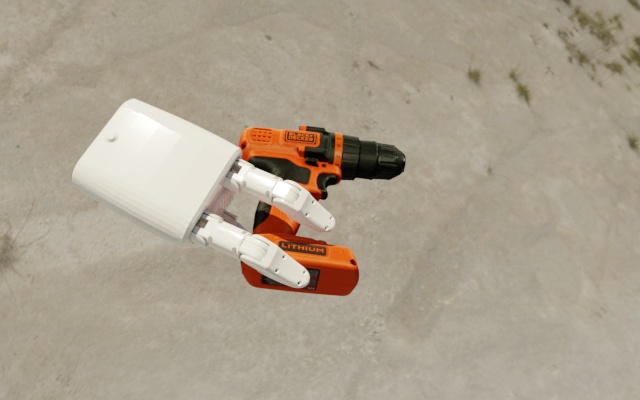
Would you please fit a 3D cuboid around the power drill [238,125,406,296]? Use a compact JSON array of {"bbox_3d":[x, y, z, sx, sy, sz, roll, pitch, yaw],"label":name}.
[{"bbox_3d":[0.000,0.002,0.481,0.184,0.187,0.057,5,-43,-2],"label":"power drill"}]
